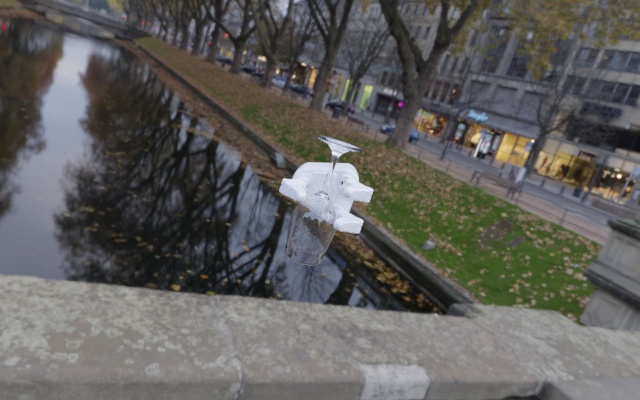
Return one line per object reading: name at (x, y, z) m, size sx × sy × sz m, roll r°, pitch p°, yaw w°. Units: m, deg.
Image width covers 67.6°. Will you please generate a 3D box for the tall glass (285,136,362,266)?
tall glass at (0.000, 0.002, 0.772) m, size 0.079 × 0.201 × 0.079 m, roll 17°, pitch 13°, yaw -4°
